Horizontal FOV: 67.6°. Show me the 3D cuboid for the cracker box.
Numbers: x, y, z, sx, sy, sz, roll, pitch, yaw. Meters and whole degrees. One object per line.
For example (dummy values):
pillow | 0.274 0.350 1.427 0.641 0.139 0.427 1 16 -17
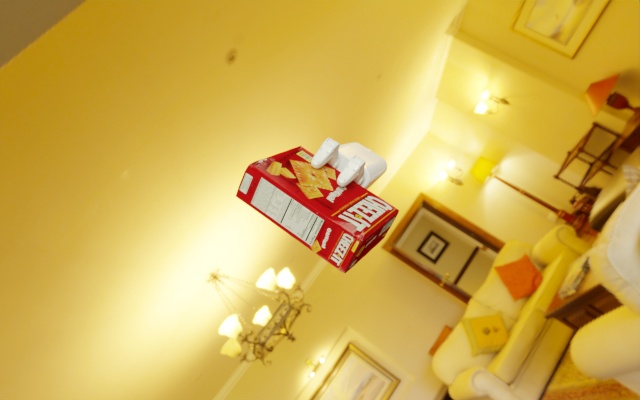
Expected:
cracker box | 0.000 0.003 0.767 0.213 0.072 0.164 34 28 16
